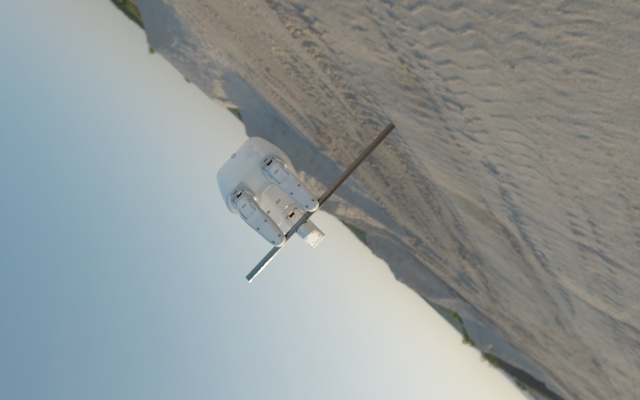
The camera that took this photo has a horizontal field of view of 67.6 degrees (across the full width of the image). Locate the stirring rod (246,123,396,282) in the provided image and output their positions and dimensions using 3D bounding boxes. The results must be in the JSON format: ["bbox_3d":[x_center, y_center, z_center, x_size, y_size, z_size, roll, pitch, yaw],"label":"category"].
[{"bbox_3d":[0.000,0.002,0.542,0.011,0.239,0.011,43,0,0],"label":"stirring rod"}]
